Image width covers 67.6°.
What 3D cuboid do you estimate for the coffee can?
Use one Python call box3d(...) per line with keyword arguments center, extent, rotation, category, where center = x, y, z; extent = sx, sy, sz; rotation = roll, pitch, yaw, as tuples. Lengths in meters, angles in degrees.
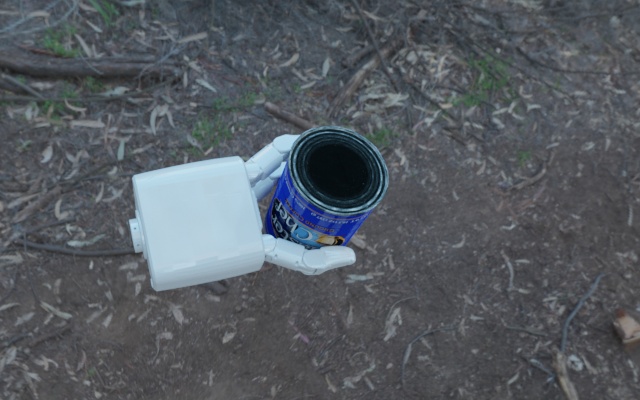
box3d(center=(0.000, 0.002, 0.520), extent=(0.103, 0.102, 0.140), rotation=(0, -28, -17), category="coffee can")
